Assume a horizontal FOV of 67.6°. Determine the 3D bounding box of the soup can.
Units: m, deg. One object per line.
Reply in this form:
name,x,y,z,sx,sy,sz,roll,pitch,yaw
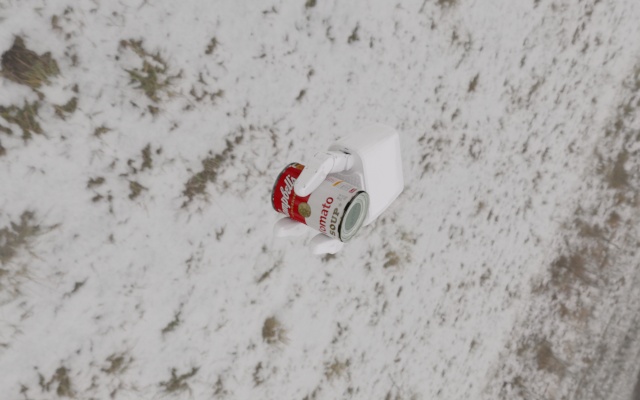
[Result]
soup can,0.000,0.002,0.581,0.102,0.068,0.068,24,11,26
